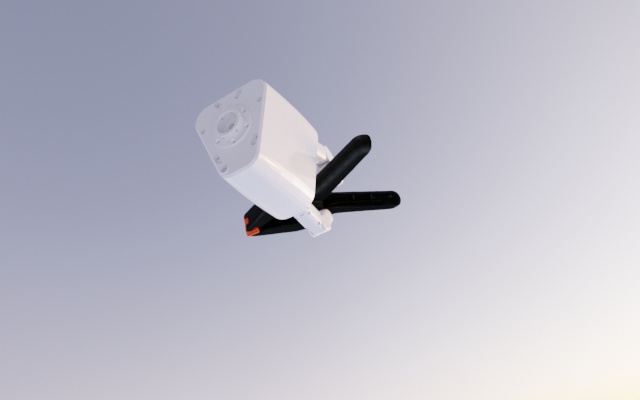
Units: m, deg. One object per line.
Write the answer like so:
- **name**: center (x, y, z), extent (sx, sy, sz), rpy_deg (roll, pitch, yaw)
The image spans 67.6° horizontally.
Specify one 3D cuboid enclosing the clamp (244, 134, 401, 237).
- **clamp**: center (0.000, 0.003, 0.625), extent (0.210, 0.036, 0.165), rpy_deg (-25, -34, 18)
